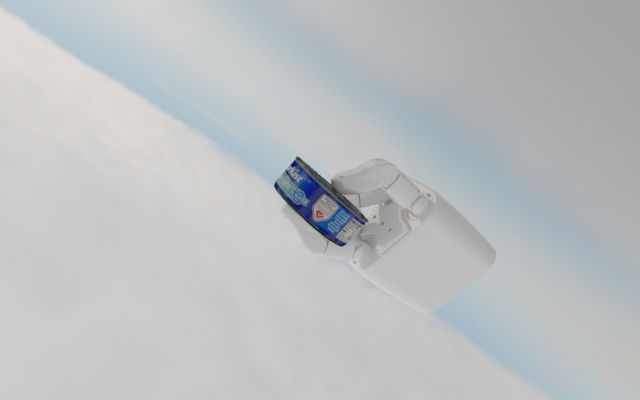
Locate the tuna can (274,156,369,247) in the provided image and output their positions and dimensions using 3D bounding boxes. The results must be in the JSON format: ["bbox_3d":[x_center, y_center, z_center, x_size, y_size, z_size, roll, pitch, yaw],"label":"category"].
[{"bbox_3d":[0.000,0.002,0.423,0.086,0.034,0.086,42,5,-4],"label":"tuna can"}]
